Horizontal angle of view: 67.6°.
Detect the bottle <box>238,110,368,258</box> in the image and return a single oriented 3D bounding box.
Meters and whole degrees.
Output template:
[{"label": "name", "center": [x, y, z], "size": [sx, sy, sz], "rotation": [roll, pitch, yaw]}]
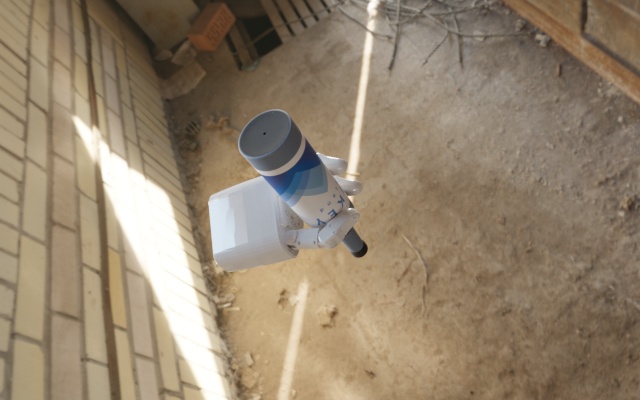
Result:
[{"label": "bottle", "center": [0.000, 0.002, 0.624], "size": [0.069, 0.069, 0.296], "rotation": [0, -30, 28]}]
